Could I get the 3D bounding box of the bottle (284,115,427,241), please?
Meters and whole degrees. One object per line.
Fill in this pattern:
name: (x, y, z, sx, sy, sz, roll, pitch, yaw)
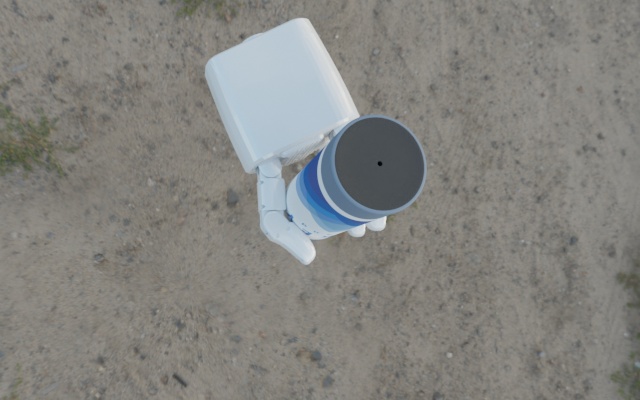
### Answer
bottle: (0.000, 0.002, 0.446, 0.069, 0.069, 0.296, 0, -10, -15)
